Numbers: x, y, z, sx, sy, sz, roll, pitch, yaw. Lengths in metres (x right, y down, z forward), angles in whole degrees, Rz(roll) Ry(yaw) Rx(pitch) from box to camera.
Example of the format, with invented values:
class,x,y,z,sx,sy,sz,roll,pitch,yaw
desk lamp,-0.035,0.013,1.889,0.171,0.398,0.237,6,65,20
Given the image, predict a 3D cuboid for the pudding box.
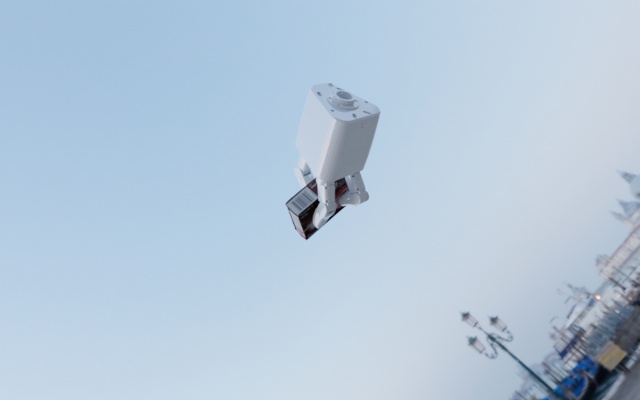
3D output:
class,x,y,z,sx,sy,sz,roll,pitch,yaw
pudding box,0.000,0.002,0.804,0.113,0.039,0.090,-38,-30,-14
